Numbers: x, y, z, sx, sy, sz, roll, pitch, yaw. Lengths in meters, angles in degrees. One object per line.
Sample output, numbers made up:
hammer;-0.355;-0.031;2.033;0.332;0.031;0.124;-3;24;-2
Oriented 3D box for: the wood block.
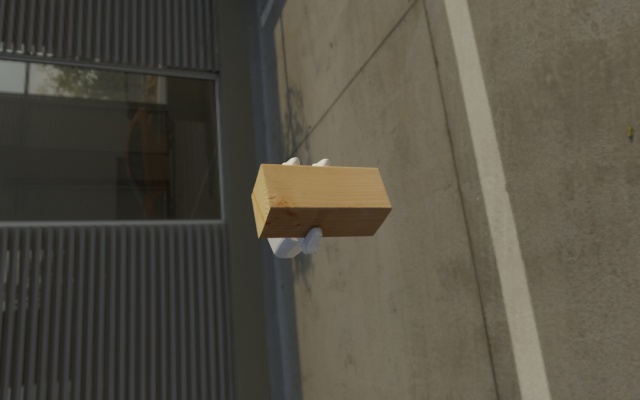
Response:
wood block;0.000;0.003;0.796;0.206;0.090;0.090;0;-36;-21
